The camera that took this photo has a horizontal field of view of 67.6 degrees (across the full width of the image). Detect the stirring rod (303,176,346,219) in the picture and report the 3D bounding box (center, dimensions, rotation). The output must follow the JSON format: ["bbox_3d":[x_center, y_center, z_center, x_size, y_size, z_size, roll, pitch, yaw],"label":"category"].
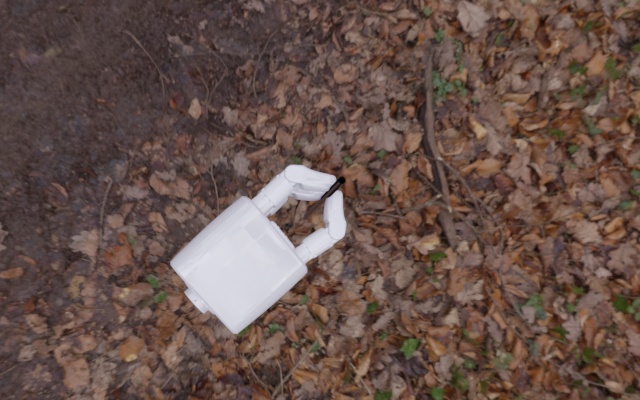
[{"bbox_3d":[0.000,0.002,0.605,0.011,0.011,0.239,0,-11,-11],"label":"stirring rod"}]
